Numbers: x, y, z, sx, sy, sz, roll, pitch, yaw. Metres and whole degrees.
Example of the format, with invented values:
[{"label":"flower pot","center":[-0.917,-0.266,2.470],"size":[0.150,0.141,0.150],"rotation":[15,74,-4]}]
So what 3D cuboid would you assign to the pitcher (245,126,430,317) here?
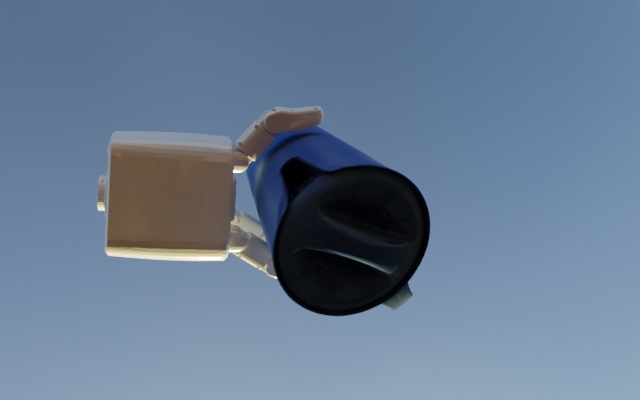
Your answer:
[{"label":"pitcher","center":[0.000,0.002,0.482],"size":[0.145,0.149,0.242],"rotation":[1,21,-18]}]
